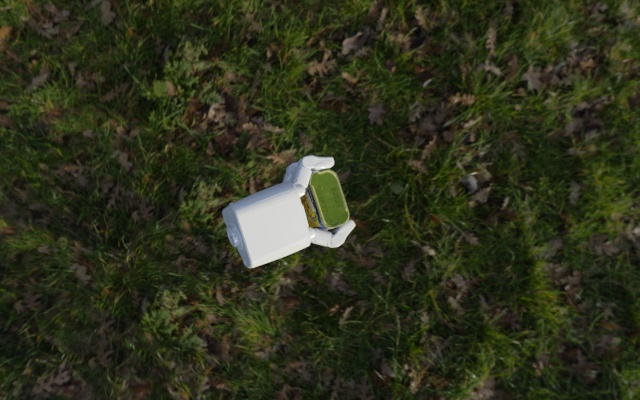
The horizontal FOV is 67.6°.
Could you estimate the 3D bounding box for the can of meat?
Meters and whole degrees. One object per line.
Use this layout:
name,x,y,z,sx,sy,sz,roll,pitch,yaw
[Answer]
can of meat,0.000,0.003,0.812,0.057,0.102,0.084,-18,-2,-23
